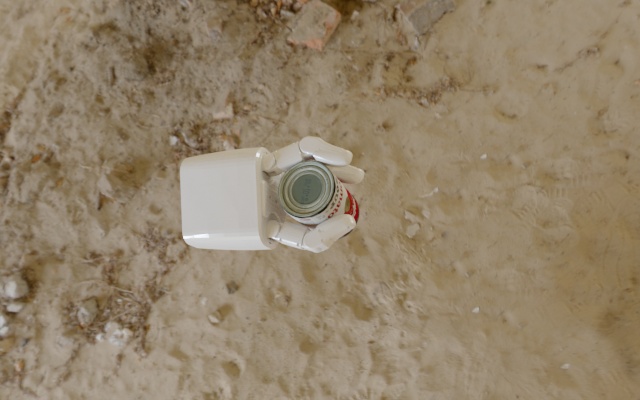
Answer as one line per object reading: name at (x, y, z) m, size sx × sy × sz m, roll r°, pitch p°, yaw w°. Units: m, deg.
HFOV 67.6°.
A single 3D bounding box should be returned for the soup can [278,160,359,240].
soup can at (0.000, 0.002, 0.557) m, size 0.068 × 0.068 × 0.102 m, roll 0°, pitch -18°, yaw 20°
